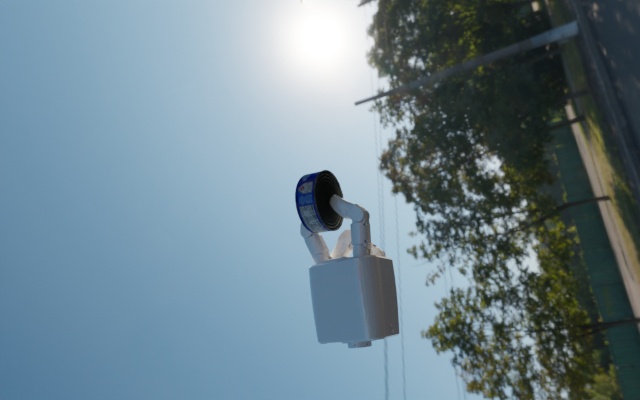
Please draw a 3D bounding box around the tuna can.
[{"bbox_3d":[0.000,0.002,0.668,0.034,0.086,0.086,-10,-5,28],"label":"tuna can"}]
